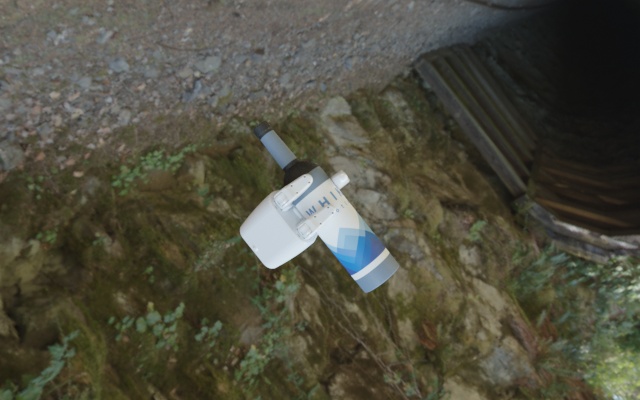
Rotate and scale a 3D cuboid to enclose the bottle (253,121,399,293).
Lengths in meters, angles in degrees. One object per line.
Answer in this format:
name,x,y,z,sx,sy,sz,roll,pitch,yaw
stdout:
bottle,0.000,0.003,0.719,0.069,0.295,0.069,-39,-1,-1
